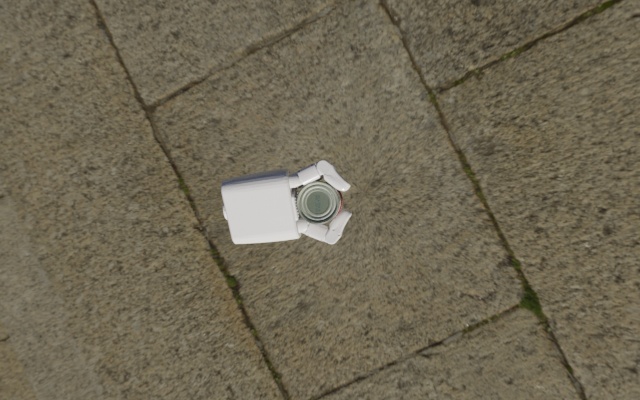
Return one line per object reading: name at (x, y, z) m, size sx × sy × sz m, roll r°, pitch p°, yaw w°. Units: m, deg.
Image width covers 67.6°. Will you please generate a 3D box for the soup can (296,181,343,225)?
soup can at (0.001, 0.003, 0.767) m, size 0.068 × 0.068 × 0.102 m, roll 0°, pitch 1°, yaw 5°
